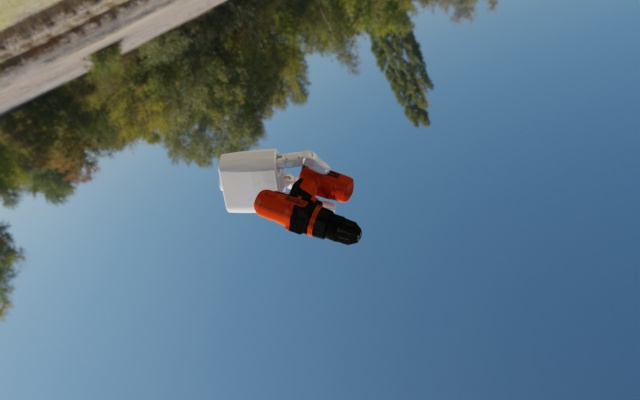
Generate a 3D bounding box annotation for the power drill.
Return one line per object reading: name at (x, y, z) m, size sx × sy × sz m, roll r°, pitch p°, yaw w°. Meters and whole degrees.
power drill at (0.000, 0.003, 0.835) m, size 0.184 × 0.057 × 0.187 m, roll 20°, pitch 26°, yaw 10°
